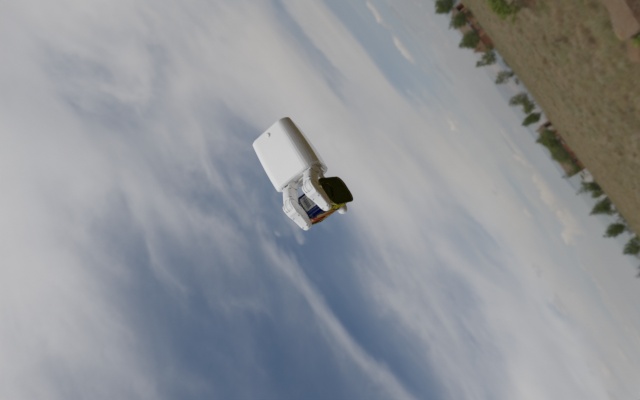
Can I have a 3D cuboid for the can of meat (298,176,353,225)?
[{"bbox_3d":[0.000,0.003,0.887,0.084,0.057,0.102,-37,-11,24],"label":"can of meat"}]
